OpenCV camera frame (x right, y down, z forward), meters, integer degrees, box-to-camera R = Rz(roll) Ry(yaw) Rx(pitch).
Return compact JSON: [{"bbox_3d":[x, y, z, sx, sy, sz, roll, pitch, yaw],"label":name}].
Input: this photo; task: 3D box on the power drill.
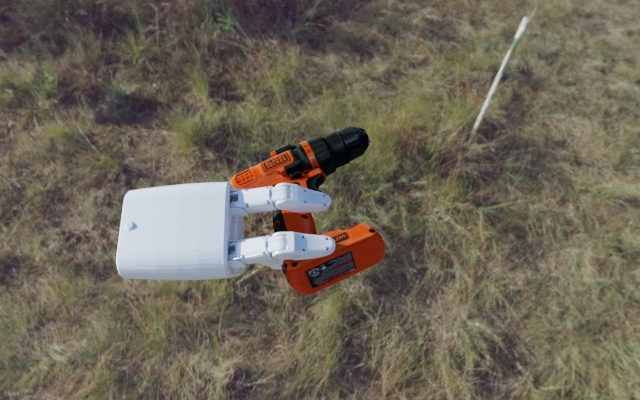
[{"bbox_3d":[0.000,0.002,0.545,0.184,0.057,0.187,-26,46,-3],"label":"power drill"}]
